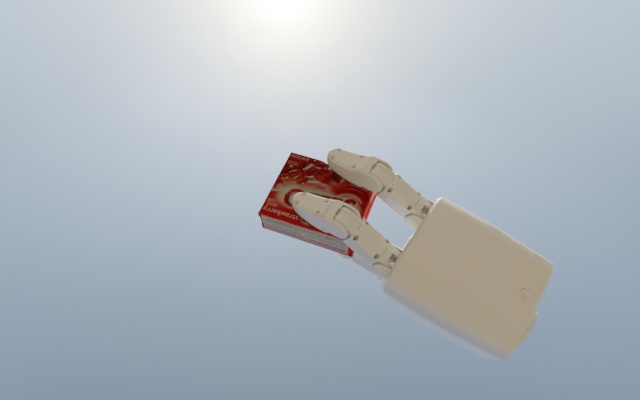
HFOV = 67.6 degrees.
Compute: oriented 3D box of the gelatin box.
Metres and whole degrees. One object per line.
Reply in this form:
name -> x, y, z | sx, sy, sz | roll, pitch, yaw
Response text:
gelatin box -> 0.000, 0.002, 0.429 | 0.089, 0.073, 0.030 | 17, -31, 14
